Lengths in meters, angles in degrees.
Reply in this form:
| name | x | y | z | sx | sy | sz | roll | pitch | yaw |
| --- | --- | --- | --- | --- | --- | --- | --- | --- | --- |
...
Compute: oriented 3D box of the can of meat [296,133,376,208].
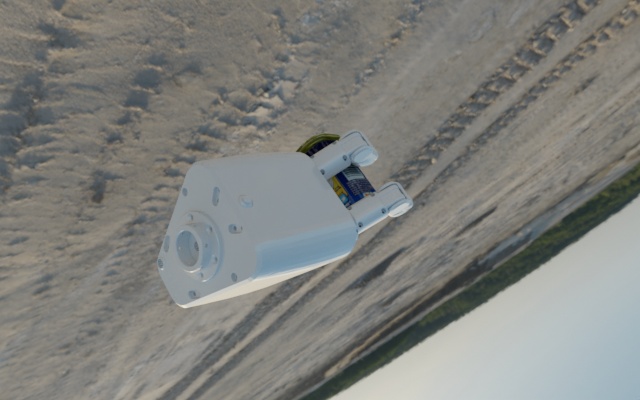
| name | x | y | z | sx | sy | sz | roll | pitch | yaw |
| --- | --- | --- | --- | --- | --- | --- | --- | --- | --- |
| can of meat | 0.000 | 0.002 | 0.453 | 0.102 | 0.084 | 0.057 | -45 | -21 | 28 |
